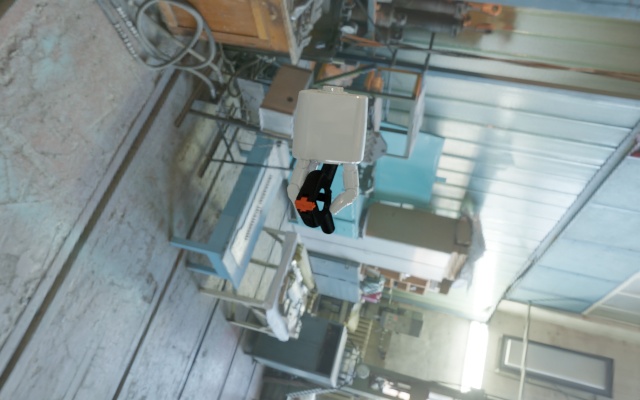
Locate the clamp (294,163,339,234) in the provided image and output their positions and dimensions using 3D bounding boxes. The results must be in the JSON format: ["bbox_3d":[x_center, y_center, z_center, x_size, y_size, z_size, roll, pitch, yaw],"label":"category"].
[{"bbox_3d":[0.001,0.003,0.809,0.036,0.164,0.210,6,16,14],"label":"clamp"}]
